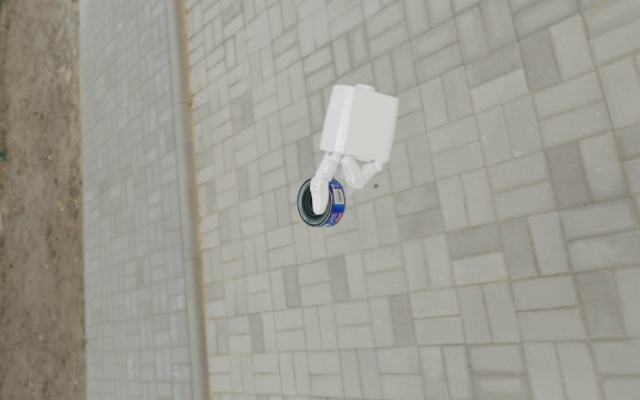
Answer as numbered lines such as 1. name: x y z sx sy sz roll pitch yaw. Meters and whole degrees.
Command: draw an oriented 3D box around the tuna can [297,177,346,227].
1. tuna can: 0.000 0.003 0.798 0.086 0.086 0.034 0 0 44
